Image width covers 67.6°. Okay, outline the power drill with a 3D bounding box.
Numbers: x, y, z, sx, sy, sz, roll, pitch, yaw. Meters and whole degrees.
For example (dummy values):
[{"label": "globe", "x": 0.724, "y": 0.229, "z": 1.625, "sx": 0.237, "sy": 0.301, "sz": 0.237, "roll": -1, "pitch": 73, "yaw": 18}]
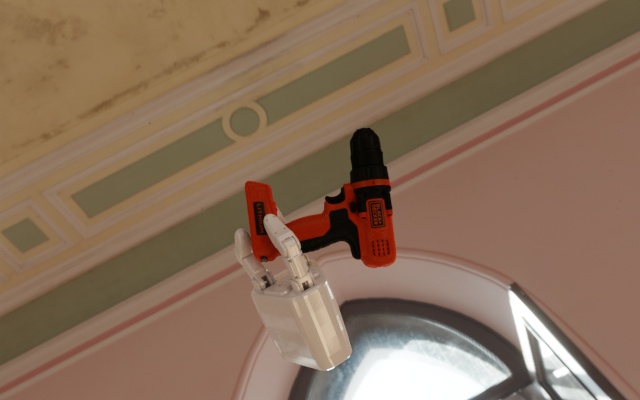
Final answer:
[{"label": "power drill", "x": 0.000, "y": 0.002, "z": 0.617, "sx": 0.187, "sy": 0.184, "sz": 0.057, "roll": -6, "pitch": -9, "yaw": -2}]
